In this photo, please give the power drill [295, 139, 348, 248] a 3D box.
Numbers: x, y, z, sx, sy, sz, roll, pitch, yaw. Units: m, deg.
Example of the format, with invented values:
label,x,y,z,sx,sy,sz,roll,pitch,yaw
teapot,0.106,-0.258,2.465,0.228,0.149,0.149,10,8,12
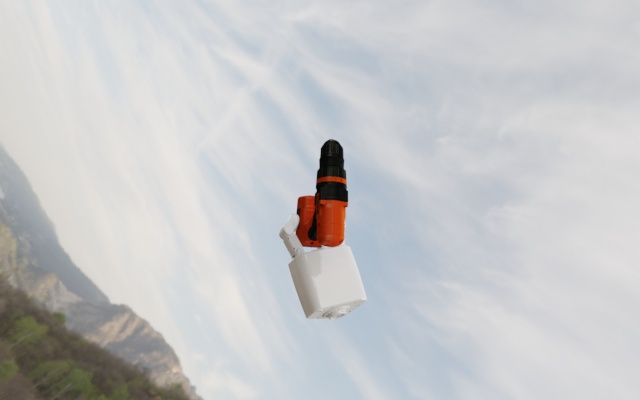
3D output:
label,x,y,z,sx,sy,sz,roll,pitch,yaw
power drill,0.000,0.003,0.858,0.057,0.184,0.188,6,-17,-12
